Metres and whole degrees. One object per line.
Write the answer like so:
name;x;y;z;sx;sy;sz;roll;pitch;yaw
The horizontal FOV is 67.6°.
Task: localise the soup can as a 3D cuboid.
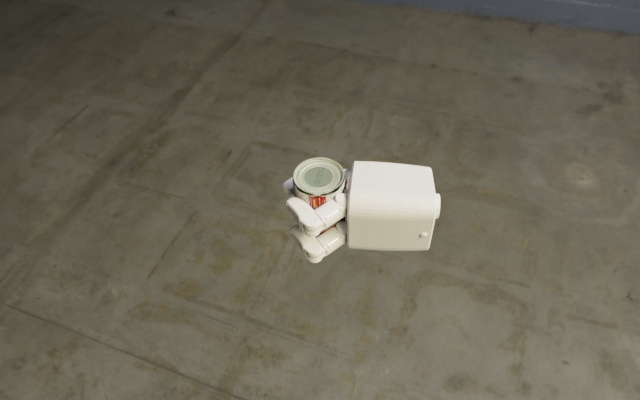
soup can;0.000;0.002;0.631;0.068;0.068;0.102;0;-42;3
